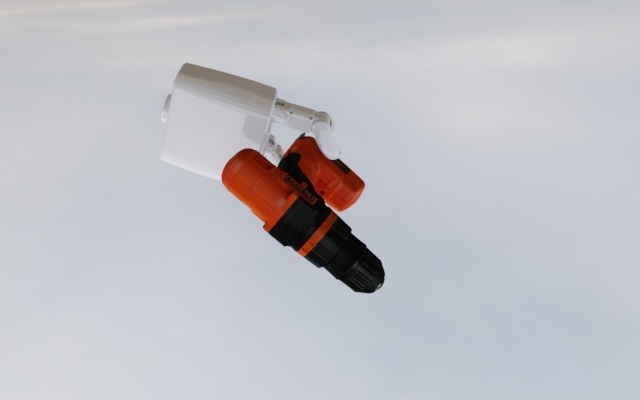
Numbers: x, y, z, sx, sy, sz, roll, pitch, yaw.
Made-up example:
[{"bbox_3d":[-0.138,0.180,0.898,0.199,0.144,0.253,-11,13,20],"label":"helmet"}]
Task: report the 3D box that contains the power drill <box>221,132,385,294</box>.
[{"bbox_3d":[0.000,0.001,0.511,0.184,0.057,0.187,42,19,-3],"label":"power drill"}]
